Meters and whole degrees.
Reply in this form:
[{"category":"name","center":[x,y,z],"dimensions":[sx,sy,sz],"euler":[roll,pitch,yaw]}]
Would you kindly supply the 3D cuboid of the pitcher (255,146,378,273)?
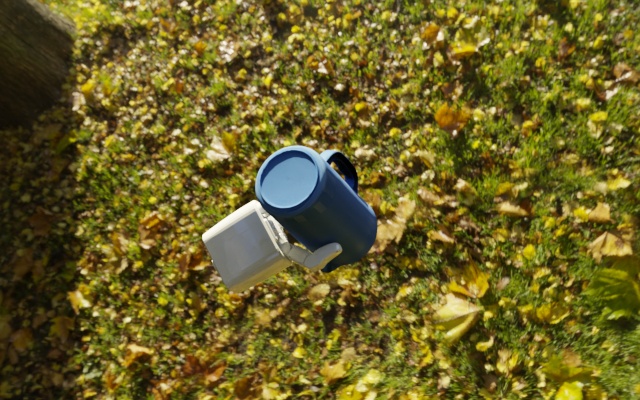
[{"category":"pitcher","center":[0.000,0.003,0.755],"dimensions":[0.145,0.149,0.243],"euler":[-32,-29,7]}]
